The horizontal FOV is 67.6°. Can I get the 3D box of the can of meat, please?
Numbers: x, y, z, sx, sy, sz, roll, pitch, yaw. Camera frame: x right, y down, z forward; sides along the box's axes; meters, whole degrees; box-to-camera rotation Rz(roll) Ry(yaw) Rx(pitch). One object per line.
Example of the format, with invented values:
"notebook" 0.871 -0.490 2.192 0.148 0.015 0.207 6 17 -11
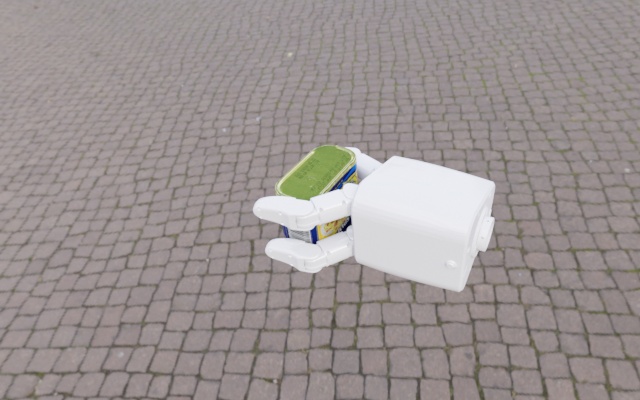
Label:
"can of meat" 0.000 0.001 0.503 0.057 0.084 0.102 20 48 27
